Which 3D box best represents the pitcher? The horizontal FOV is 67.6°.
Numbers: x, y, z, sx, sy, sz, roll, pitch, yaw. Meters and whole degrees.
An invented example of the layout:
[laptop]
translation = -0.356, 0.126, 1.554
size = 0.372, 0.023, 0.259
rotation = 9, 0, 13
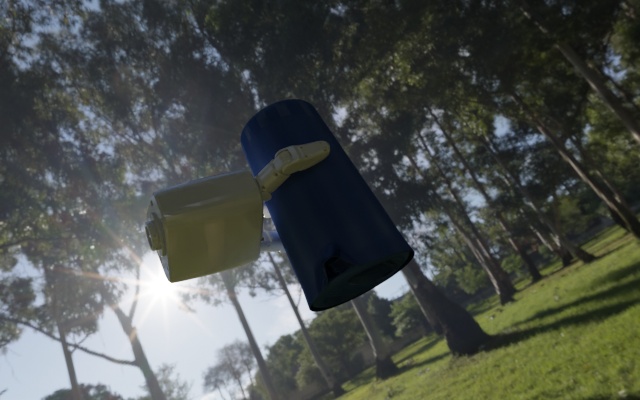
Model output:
[pitcher]
translation = 0.000, 0.002, 0.585
size = 0.145, 0.242, 0.149
rotation = -15, -26, -28
